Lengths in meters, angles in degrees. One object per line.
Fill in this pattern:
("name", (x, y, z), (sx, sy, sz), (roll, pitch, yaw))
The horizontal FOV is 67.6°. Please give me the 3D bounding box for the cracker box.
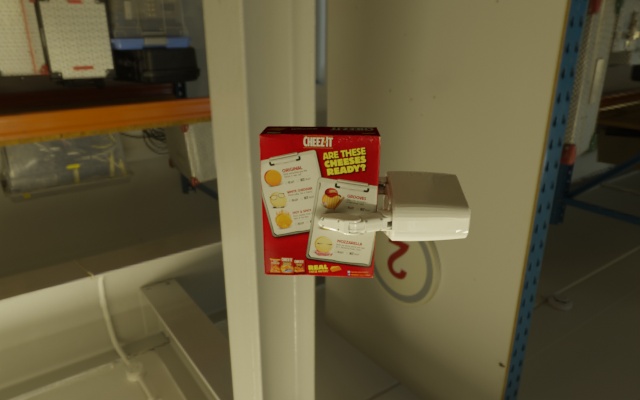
("cracker box", (0.000, 0.002, 0.694), (0.164, 0.214, 0.072), (1, 20, 2))
